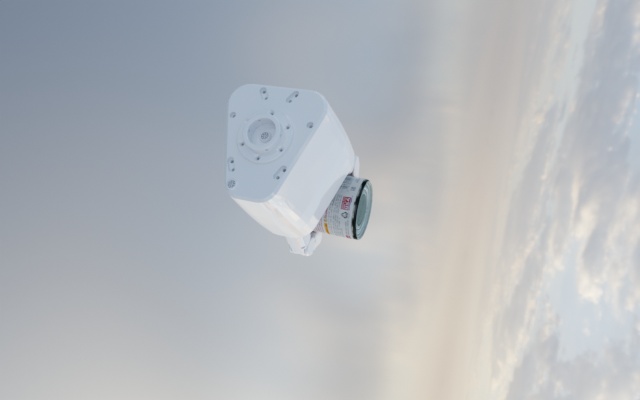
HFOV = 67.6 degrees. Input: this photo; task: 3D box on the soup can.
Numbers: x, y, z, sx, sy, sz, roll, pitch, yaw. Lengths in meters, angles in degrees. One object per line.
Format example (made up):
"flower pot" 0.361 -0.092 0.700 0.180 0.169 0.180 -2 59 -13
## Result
"soup can" 0.000 0.002 0.528 0.102 0.068 0.068 10 3 18
